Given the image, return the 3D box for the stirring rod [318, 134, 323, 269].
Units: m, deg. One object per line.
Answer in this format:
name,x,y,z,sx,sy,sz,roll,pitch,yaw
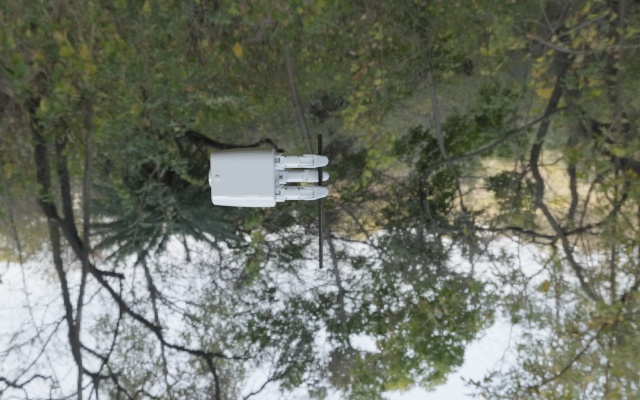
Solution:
stirring rod,0.000,0.003,0.851,0.011,0.239,0.011,0,5,0
